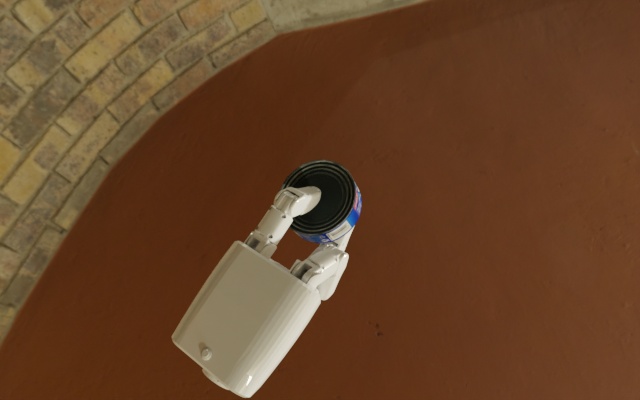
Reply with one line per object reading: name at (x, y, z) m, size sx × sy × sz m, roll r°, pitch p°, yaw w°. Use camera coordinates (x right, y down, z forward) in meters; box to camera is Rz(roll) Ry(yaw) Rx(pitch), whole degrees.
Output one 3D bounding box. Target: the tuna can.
tuna can at (0.000, 0.002, 0.511) m, size 0.086 × 0.086 × 0.034 m, roll 0°, pitch -23°, yaw 19°
